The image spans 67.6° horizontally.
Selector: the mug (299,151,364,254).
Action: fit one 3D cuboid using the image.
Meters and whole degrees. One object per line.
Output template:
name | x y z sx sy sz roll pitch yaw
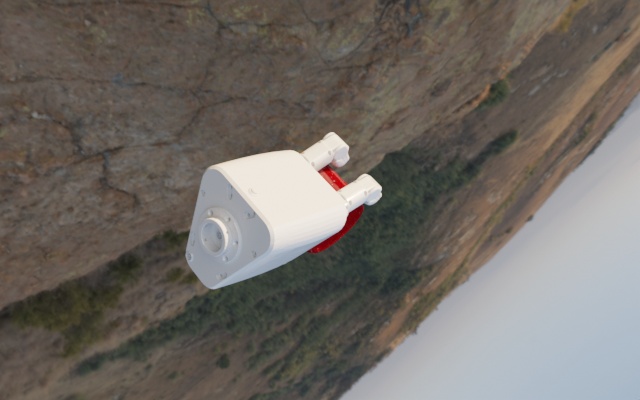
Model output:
mug | 0.001 0.002 0.538 0.117 0.081 0.093 -17 -31 -53
